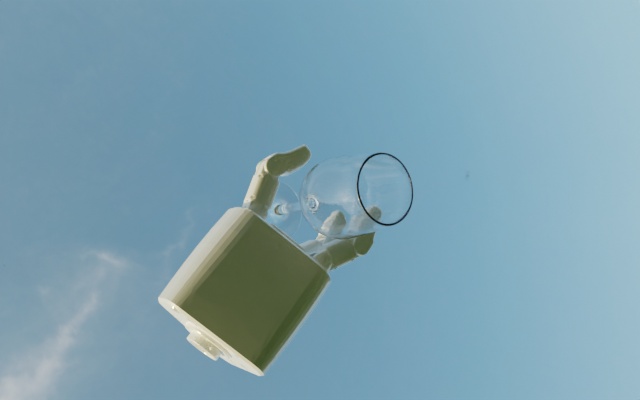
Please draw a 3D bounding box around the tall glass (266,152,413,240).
[{"bbox_3d":[0.000,0.001,0.477,0.079,0.079,0.201,0,-7,-34],"label":"tall glass"}]
